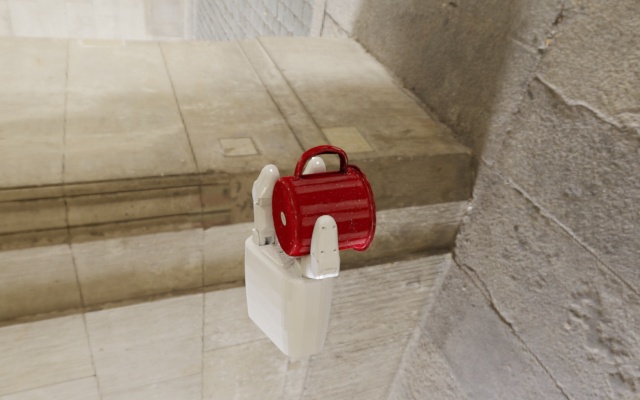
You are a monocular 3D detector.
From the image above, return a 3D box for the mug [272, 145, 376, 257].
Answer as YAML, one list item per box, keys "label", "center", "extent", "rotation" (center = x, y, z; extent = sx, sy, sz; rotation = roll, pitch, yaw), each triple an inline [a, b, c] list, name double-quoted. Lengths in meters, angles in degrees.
- label: "mug"
  center: [0.000, 0.000, 0.484]
  extent: [0.081, 0.117, 0.093]
  rotation: [-7, 26, -22]
